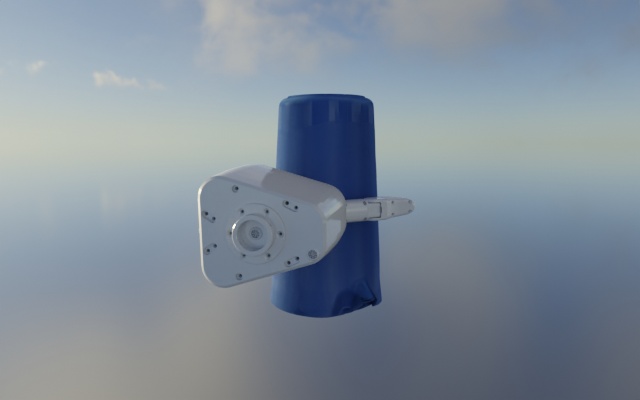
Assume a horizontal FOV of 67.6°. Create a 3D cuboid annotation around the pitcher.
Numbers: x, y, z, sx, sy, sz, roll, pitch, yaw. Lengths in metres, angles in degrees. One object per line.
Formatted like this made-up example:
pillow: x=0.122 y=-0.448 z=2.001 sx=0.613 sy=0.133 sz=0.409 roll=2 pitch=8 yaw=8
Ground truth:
pitcher: x=0.000 y=0.002 z=0.565 sx=0.149 sy=0.243 sz=0.145 roll=2 pitch=8 yaw=12
